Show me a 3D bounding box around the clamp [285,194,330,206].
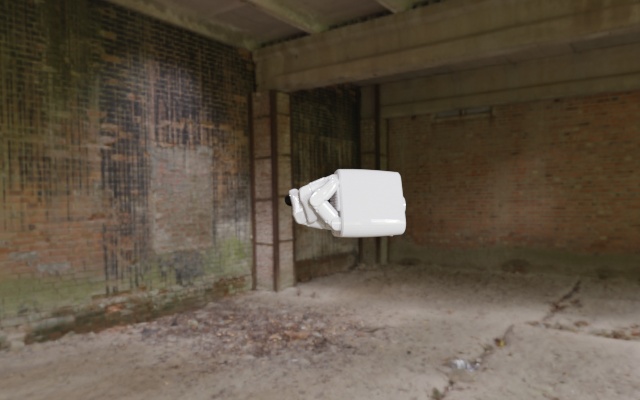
[{"bbox_3d":[0.000,0.002,0.880,0.120,0.039,0.171,2,0,-9],"label":"clamp"}]
